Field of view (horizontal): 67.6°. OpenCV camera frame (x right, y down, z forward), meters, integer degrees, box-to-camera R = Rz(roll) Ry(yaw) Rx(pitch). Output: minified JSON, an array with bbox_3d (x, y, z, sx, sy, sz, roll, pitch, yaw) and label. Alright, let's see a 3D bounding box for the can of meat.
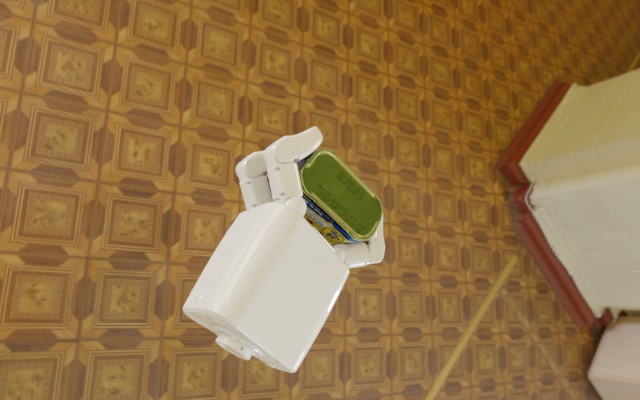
[{"bbox_3d":[0.000,0.002,0.475,0.102,0.057,0.084,43,-29,-19],"label":"can of meat"}]
